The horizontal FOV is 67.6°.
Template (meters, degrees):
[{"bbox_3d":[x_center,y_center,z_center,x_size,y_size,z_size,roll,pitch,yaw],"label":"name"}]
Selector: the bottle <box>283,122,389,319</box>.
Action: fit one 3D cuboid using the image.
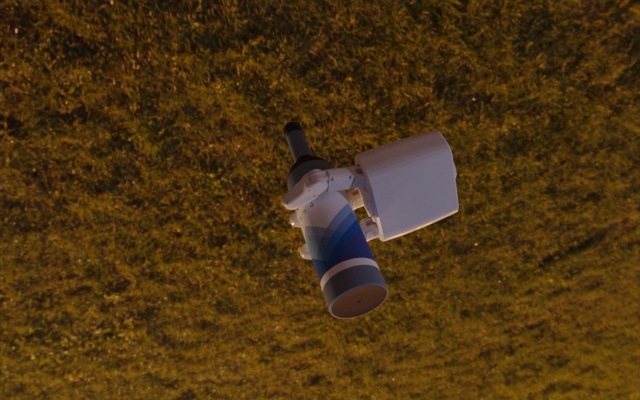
[{"bbox_3d":[0.000,0.002,0.598,0.069,0.295,0.069,-12,-40,-11],"label":"bottle"}]
